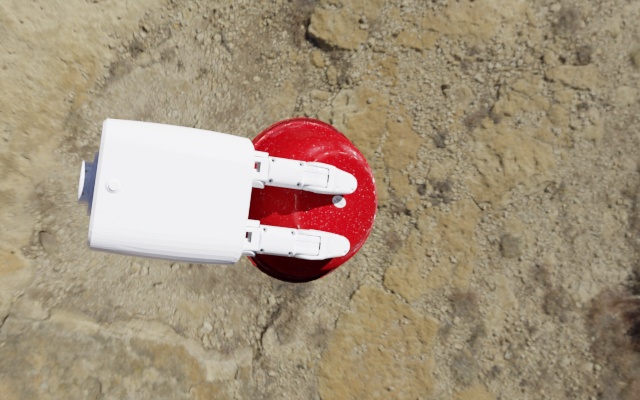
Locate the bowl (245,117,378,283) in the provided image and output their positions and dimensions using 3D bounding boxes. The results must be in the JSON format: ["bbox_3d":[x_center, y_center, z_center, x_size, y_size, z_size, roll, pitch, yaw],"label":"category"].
[{"bbox_3d":[0.001,0.001,0.446,0.162,0.162,0.055,0,3,-35],"label":"bowl"}]
